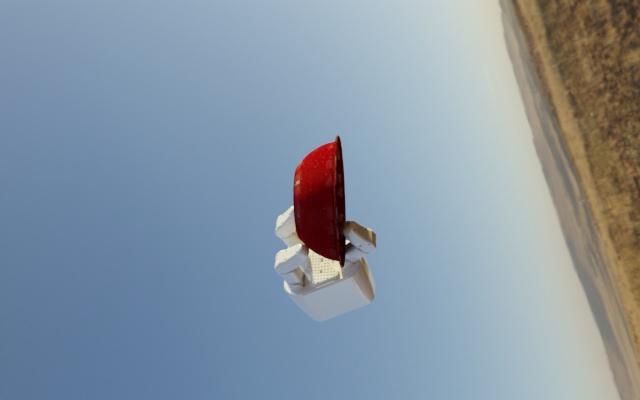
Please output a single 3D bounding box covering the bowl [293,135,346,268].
[{"bbox_3d":[0.000,0.001,0.588,0.055,0.162,0.162,-2,0,6],"label":"bowl"}]
